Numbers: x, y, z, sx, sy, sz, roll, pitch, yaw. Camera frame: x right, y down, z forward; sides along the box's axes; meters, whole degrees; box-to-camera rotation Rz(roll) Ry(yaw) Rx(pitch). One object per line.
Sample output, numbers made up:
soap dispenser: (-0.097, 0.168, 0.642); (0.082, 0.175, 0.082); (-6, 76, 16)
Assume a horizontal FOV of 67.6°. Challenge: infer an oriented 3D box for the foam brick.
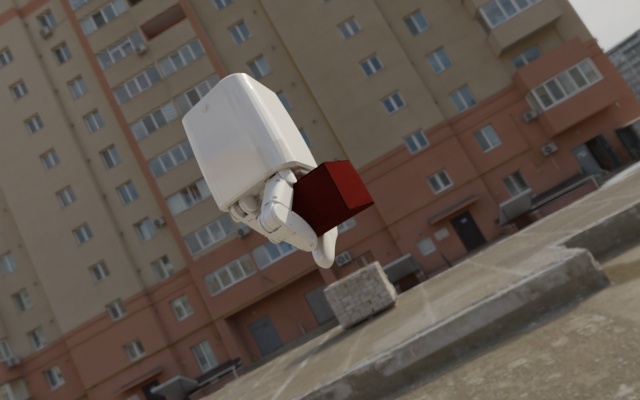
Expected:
foam brick: (0.000, 0.001, 0.462); (0.078, 0.051, 0.053); (-33, -11, 30)
